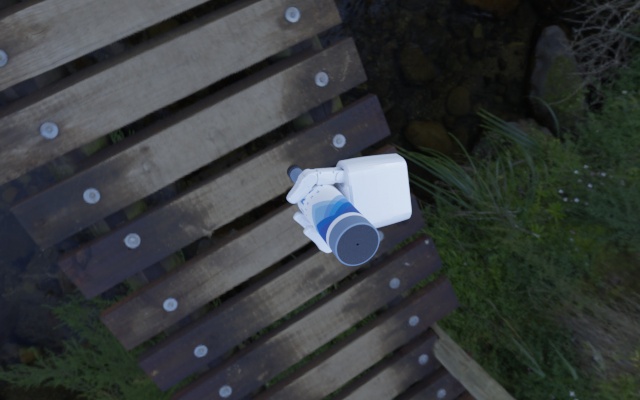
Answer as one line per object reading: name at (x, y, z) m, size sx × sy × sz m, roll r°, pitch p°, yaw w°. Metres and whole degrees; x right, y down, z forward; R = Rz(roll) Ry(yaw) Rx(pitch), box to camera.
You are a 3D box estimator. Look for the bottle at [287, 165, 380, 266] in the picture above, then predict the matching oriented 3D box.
bottle at (0.000, 0.003, 0.771) m, size 0.069 × 0.069 × 0.295 m, roll 0°, pitch 23°, yaw -22°
